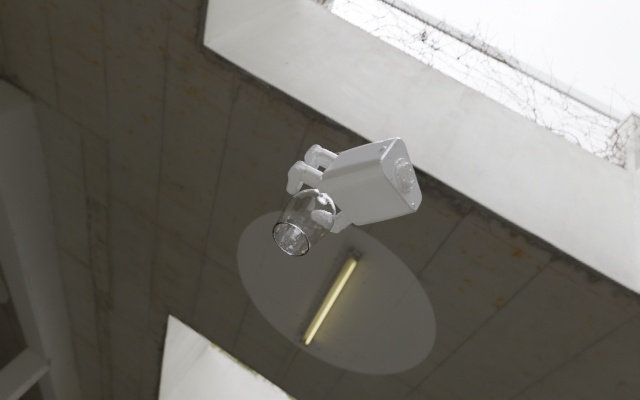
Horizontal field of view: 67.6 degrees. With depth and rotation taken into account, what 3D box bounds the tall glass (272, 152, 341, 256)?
[{"bbox_3d":[0.000,0.002,0.762,0.079,0.079,0.201,0,34,32],"label":"tall glass"}]
